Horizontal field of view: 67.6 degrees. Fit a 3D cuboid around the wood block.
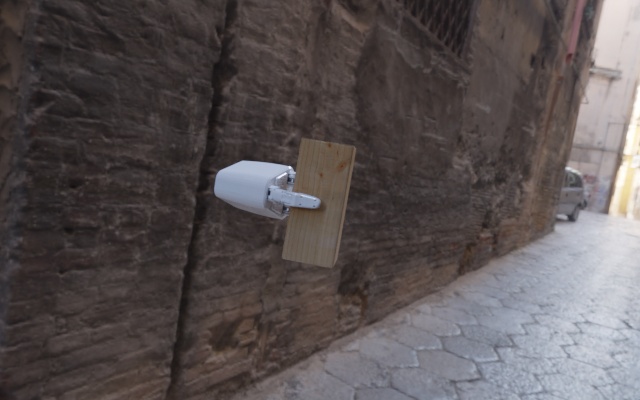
[{"bbox_3d":[0.000,0.003,0.830,0.090,0.206,0.091,10,5,7],"label":"wood block"}]
